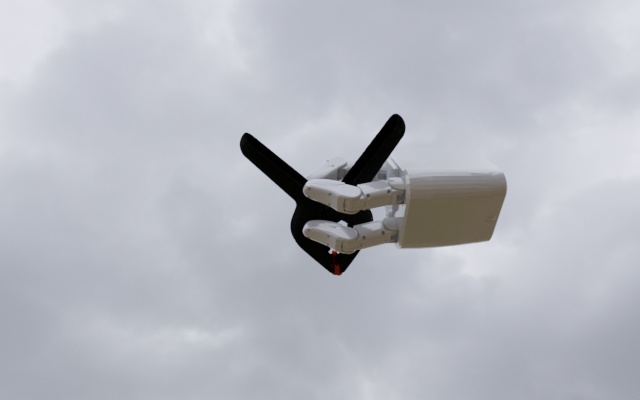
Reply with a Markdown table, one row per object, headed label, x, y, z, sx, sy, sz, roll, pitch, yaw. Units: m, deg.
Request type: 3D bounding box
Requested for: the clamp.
| label | x | y | z | sx | sy | sz | roll | pitch | yaw |
| --- | --- | --- | --- | --- | --- | --- | --- | --- | --- |
| clamp | 0.000 | 0.002 | 0.526 | 0.164 | 0.210 | 0.036 | -1 | 38 | -4 |
